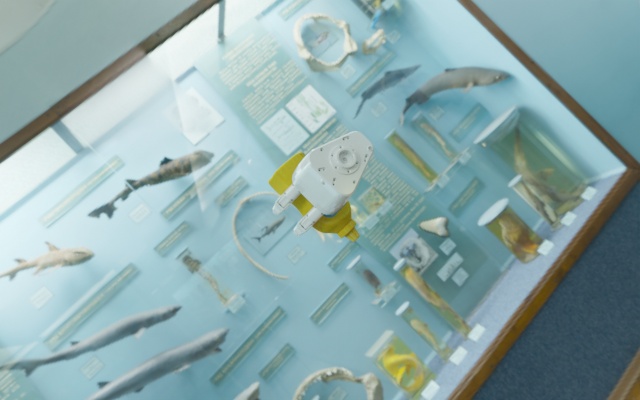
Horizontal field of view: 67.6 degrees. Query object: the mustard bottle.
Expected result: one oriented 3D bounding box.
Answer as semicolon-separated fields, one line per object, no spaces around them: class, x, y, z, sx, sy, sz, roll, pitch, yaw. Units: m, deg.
mustard bottle;0.000;0.003;0.884;0.096;0.191;0.058;-45;-1;-46
